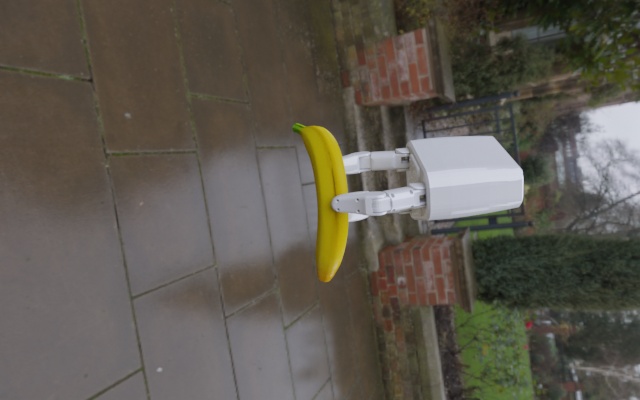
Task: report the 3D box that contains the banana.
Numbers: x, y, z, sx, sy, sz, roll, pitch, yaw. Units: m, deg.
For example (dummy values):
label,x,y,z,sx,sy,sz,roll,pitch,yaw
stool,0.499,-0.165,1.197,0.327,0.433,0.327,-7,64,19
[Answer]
label,x,y,z,sx,sy,sz,roll,pitch,yaw
banana,0.007,-0.005,0.558,0.037,0.197,0.069,-5,-9,-24
